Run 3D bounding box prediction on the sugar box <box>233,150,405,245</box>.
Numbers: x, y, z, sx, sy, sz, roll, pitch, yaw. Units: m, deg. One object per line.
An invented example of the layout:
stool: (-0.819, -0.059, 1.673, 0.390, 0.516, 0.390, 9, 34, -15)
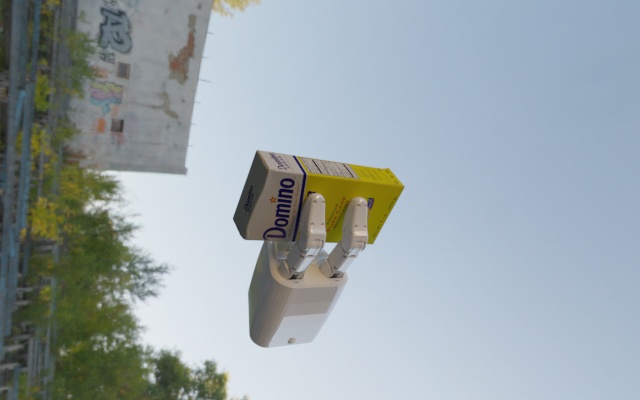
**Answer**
sugar box: (0.000, 0.002, 0.536, 0.176, 0.093, 0.048, 3, 35, -33)
